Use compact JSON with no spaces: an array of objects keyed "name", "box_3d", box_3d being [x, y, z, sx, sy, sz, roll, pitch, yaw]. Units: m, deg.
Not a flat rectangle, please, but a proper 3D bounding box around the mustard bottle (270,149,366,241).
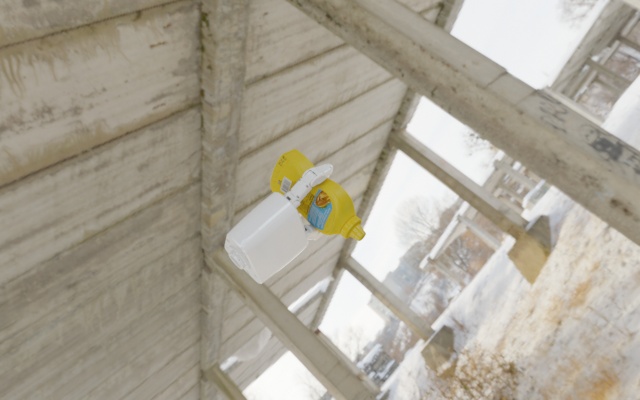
[{"name":"mustard bottle","box_3d":[0.000,0.002,0.812,0.191,0.096,0.058,40,44,20]}]
